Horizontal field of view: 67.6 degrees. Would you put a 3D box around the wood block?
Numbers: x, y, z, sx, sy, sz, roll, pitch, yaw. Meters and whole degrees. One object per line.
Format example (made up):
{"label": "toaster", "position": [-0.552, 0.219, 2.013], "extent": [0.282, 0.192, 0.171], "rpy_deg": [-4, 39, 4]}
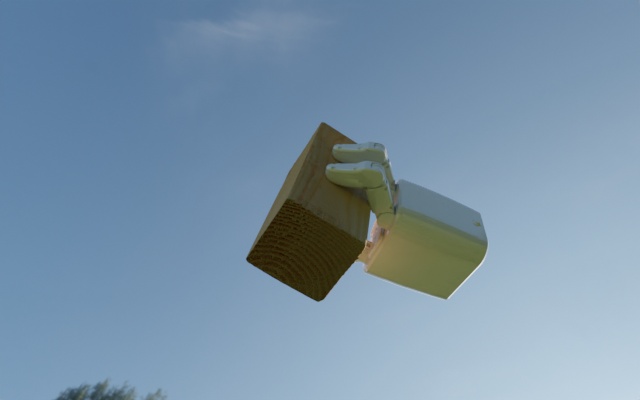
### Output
{"label": "wood block", "position": [0.000, 0.002, 0.544], "extent": [0.090, 0.091, 0.206], "rpy_deg": [31, 29, -7]}
